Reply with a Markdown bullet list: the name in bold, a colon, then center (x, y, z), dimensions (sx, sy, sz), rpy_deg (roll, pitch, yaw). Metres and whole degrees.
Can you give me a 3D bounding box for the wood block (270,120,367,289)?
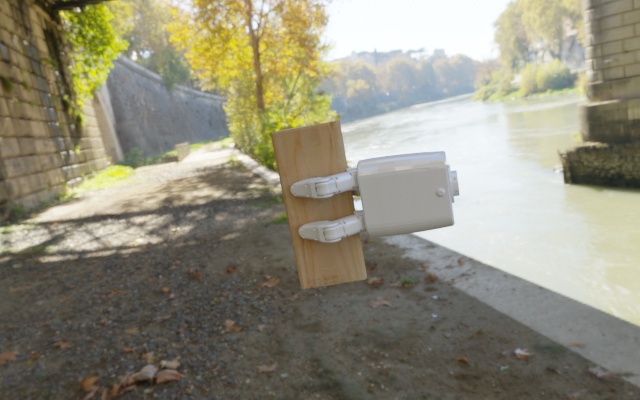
- **wood block**: center (0.000, 0.002, 0.644), dimensions (0.090, 0.206, 0.091), rpy_deg (-10, 10, 4)
